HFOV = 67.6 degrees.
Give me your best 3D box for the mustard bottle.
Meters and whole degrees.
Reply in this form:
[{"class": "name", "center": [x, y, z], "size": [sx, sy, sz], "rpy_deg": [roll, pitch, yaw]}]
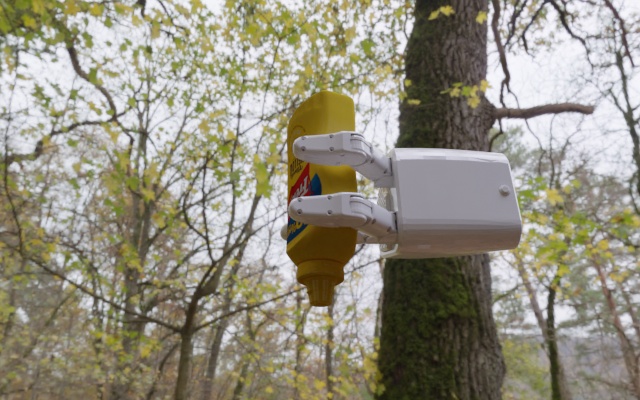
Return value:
[{"class": "mustard bottle", "center": [0.000, 0.001, 0.439], "size": [0.058, 0.191, 0.096], "rpy_deg": [12, -29, -24]}]
